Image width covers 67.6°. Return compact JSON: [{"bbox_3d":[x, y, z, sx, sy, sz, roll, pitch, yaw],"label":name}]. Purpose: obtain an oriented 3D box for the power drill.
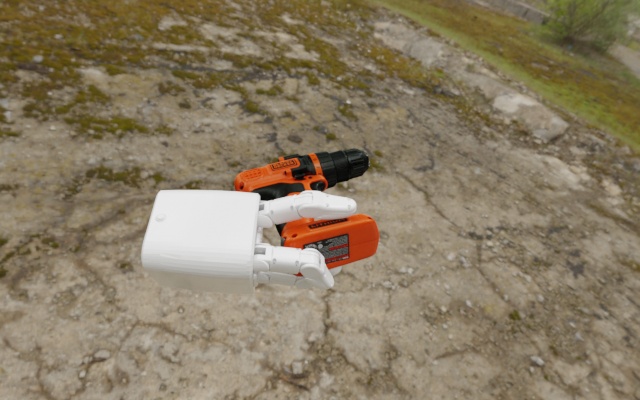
[{"bbox_3d":[0.000,0.002,0.579,0.184,0.057,0.187,-16,34,-12],"label":"power drill"}]
